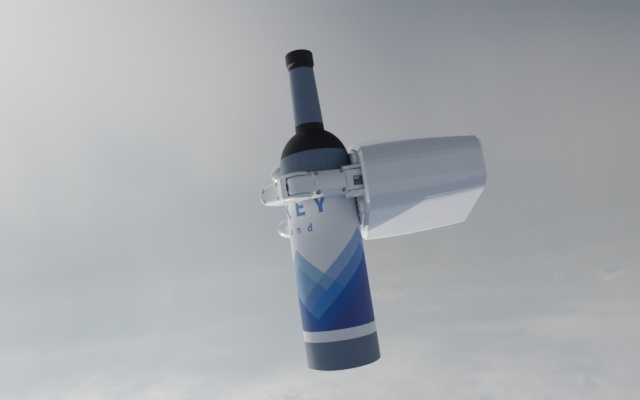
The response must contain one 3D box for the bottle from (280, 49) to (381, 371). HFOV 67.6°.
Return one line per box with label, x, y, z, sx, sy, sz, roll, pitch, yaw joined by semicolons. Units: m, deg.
bottle;0.000;0.002;0.450;0.069;0.295;0.069;-8;-7;-1
